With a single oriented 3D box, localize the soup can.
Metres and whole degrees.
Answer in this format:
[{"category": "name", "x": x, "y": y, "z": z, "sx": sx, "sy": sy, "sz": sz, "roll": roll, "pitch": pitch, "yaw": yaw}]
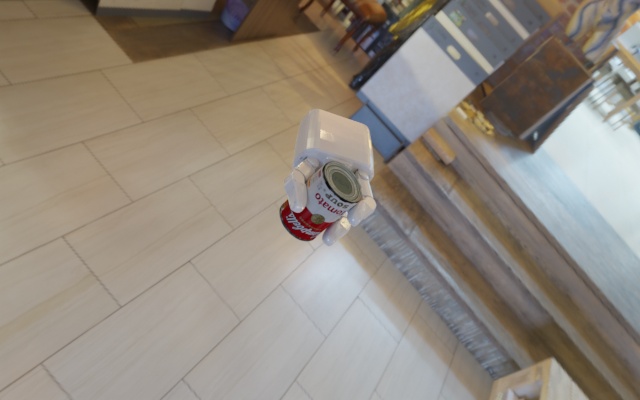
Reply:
[{"category": "soup can", "x": 0.000, "y": 0.002, "z": 0.651, "sx": 0.068, "sy": 0.068, "sz": 0.102, "roll": 0, "pitch": -33, "yaw": -46}]
